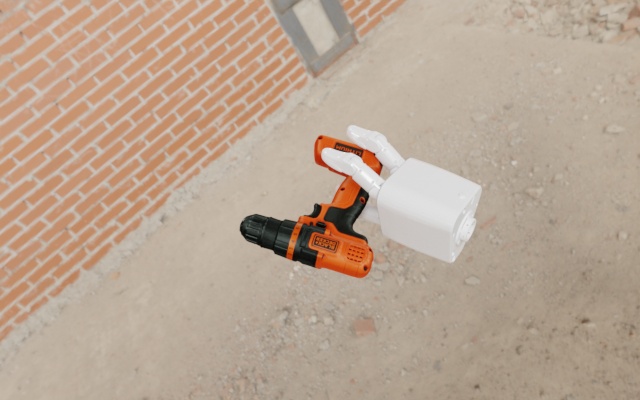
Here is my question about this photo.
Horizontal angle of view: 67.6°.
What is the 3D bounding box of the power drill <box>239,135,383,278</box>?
[{"bbox_3d":[0.001,0.002,0.669,0.184,0.187,0.057,18,-25,4],"label":"power drill"}]
